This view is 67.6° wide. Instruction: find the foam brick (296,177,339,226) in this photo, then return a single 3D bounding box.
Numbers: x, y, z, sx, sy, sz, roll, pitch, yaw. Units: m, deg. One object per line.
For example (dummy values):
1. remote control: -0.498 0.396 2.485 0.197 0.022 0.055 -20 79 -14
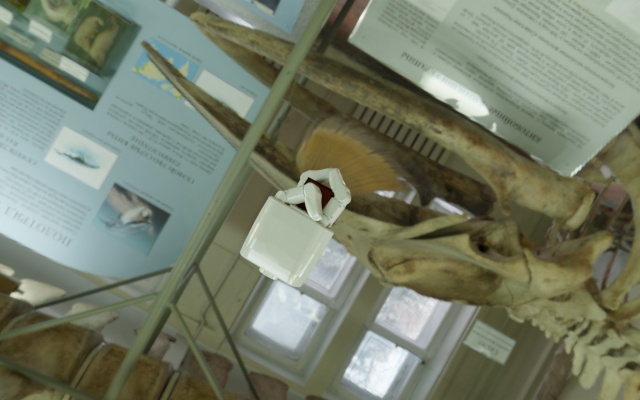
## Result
1. foam brick: 0.000 0.003 0.796 0.053 0.051 0.078 29 -1 26
